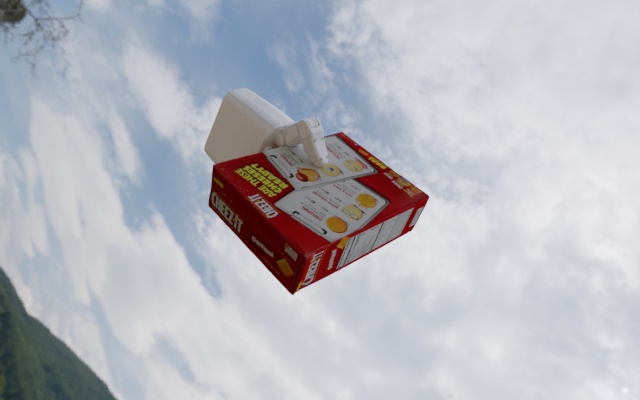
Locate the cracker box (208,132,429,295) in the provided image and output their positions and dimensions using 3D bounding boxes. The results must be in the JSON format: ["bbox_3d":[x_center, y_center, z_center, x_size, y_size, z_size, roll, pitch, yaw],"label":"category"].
[{"bbox_3d":[0.000,0.002,0.580,0.213,0.072,0.164,-22,51,-40],"label":"cracker box"}]
